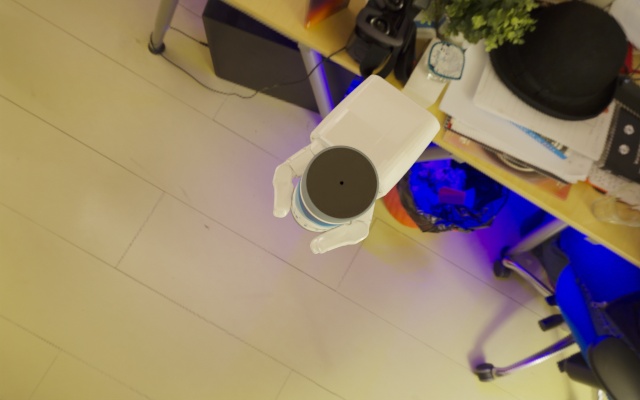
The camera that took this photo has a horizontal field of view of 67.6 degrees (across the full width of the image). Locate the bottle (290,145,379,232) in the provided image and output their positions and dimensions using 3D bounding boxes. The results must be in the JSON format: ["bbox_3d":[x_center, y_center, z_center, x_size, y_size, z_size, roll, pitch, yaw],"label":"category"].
[{"bbox_3d":[0.000,0.002,0.554,0.069,0.069,0.296,0,-7,-7],"label":"bottle"}]
